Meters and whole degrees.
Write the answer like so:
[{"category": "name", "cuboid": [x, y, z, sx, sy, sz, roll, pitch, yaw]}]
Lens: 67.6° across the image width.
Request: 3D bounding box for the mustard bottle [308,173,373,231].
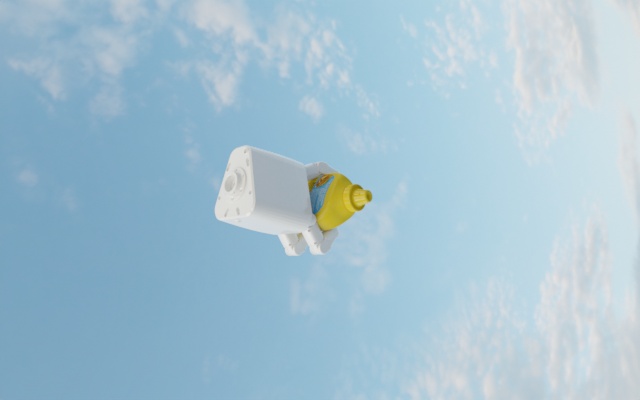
[{"category": "mustard bottle", "cuboid": [0.000, 0.003, 0.749, 0.191, 0.096, 0.058, -8, -42, 43]}]
